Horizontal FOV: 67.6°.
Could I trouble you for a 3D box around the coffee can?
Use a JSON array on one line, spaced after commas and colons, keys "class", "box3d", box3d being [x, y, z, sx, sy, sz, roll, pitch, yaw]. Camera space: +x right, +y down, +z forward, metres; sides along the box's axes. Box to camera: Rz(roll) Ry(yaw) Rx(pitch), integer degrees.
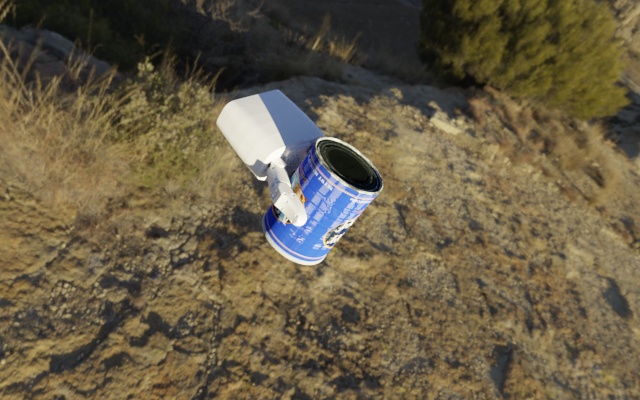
[{"class": "coffee can", "box3d": [0.000, 0.002, 0.631, 0.103, 0.102, 0.140, 0, -43, -46]}]
